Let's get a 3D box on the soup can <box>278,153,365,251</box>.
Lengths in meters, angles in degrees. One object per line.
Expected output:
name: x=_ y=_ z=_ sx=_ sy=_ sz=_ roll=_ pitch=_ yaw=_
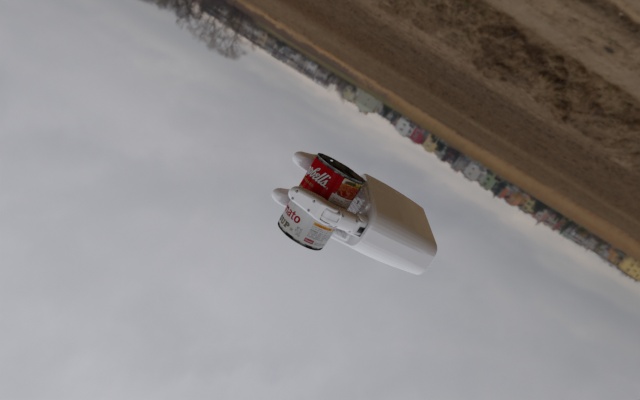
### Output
soup can: x=0.000 y=0.002 z=0.589 sx=0.068 sy=0.102 sz=0.068 roll=30 pitch=13 yaw=-8
